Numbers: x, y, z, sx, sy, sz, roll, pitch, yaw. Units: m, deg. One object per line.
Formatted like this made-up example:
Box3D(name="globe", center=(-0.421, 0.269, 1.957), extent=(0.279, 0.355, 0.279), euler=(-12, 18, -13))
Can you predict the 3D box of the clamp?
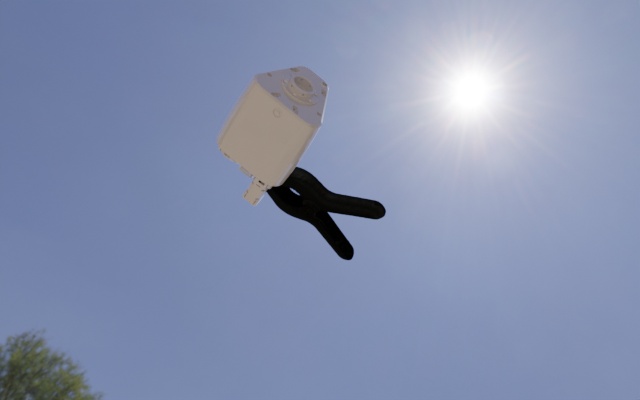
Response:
Box3D(name="clamp", center=(0.000, 0.002, 0.623), extent=(0.171, 0.039, 0.120), euler=(36, -48, -6))
